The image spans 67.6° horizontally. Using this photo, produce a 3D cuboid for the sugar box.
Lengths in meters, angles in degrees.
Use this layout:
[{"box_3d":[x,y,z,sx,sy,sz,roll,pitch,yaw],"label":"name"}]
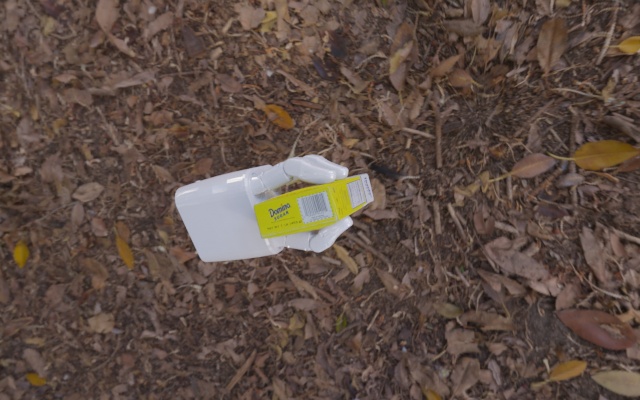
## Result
[{"box_3d":[0.000,0.001,0.583,0.093,0.048,0.176,-13,6,19],"label":"sugar box"}]
